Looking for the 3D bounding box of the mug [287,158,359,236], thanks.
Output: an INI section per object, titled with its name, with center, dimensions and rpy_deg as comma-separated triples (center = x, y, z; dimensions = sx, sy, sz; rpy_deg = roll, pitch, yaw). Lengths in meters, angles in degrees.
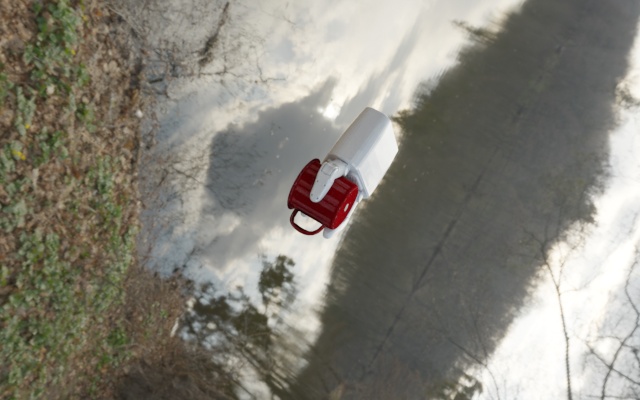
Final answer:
[mug]
center = -0.001, 0.004, 0.748
dimensions = 0.081, 0.117, 0.093
rpy_deg = 30, -17, 15
